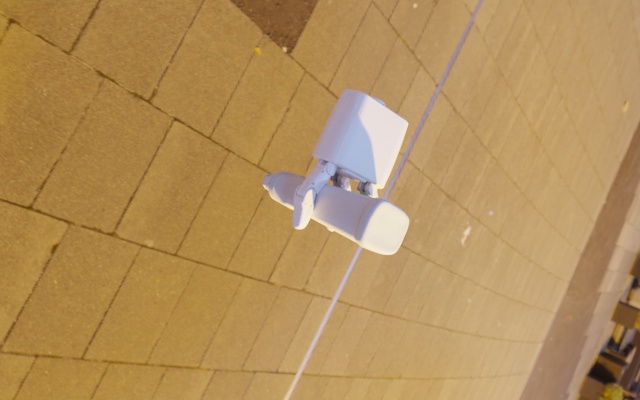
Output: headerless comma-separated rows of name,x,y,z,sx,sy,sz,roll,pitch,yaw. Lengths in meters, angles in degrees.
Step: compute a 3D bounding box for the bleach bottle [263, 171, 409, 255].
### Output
bleach bottle,0.000,0.002,0.699,0.250,0.068,0.102,22,-2,40
